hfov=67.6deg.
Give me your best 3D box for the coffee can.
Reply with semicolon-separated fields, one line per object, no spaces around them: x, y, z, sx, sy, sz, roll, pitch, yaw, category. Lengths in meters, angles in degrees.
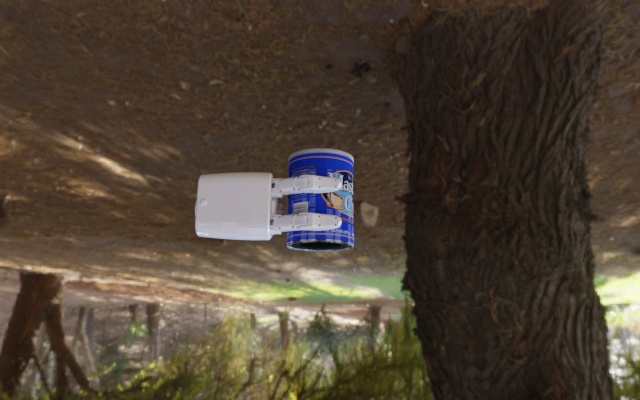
0.000;0.002;0.735;0.103;0.140;0.103;1;-14;0;coffee can
